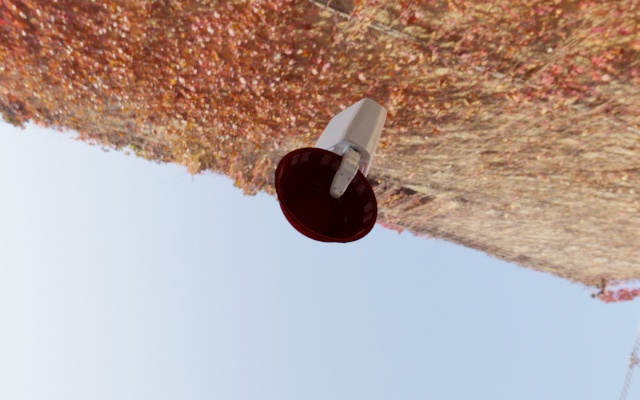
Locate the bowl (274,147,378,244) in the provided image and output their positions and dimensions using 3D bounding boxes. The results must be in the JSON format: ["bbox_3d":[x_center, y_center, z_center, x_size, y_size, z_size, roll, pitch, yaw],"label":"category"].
[{"bbox_3d":[-0.001,0.003,0.688,0.162,0.162,0.055,0,-33,-31],"label":"bowl"}]
